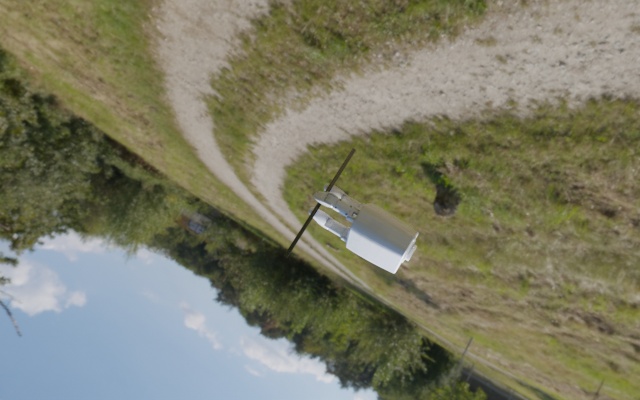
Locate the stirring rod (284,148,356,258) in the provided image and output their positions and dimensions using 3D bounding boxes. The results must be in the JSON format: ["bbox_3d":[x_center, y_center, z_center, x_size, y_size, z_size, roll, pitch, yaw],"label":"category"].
[{"bbox_3d":[0.000,0.003,0.889,0.011,0.239,0.011,32,-9,6],"label":"stirring rod"}]
